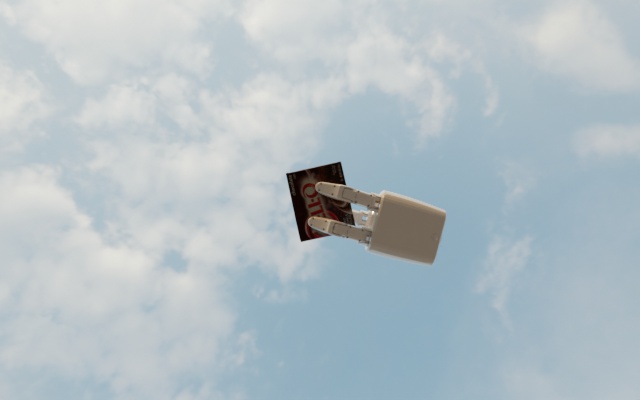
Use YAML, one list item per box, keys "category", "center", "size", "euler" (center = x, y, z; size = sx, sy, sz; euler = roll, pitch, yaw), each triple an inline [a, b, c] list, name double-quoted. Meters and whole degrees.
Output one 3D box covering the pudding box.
- category: "pudding box"
  center: [0.000, 0.002, 0.759]
  size: [0.090, 0.113, 0.039]
  euler: [-13, -3, -2]
